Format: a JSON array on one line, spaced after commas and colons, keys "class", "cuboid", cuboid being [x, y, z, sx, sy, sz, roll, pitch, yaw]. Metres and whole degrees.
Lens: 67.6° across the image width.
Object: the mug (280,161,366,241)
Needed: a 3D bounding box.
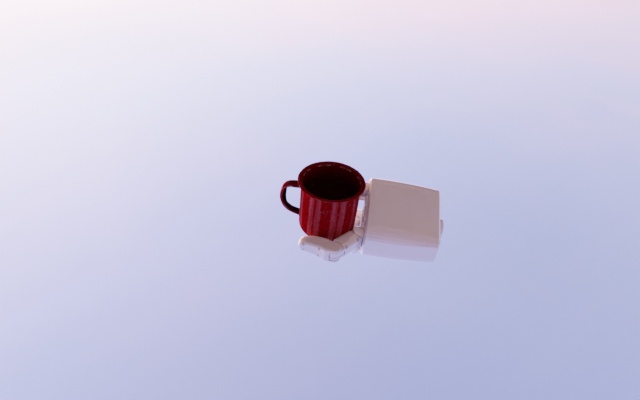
[{"class": "mug", "cuboid": [-0.001, 0.002, 0.673, 0.117, 0.082, 0.093, 8, 39, 2]}]
